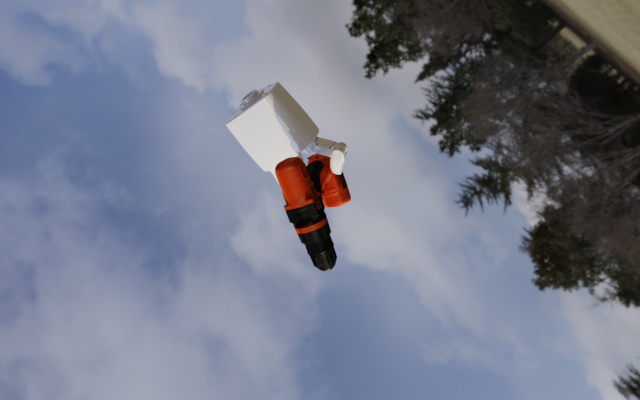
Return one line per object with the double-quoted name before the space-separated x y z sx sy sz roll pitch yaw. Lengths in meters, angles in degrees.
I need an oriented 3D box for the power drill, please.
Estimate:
"power drill" 0.000 0.002 0.786 0.057 0.184 0.187 -15 13 19
